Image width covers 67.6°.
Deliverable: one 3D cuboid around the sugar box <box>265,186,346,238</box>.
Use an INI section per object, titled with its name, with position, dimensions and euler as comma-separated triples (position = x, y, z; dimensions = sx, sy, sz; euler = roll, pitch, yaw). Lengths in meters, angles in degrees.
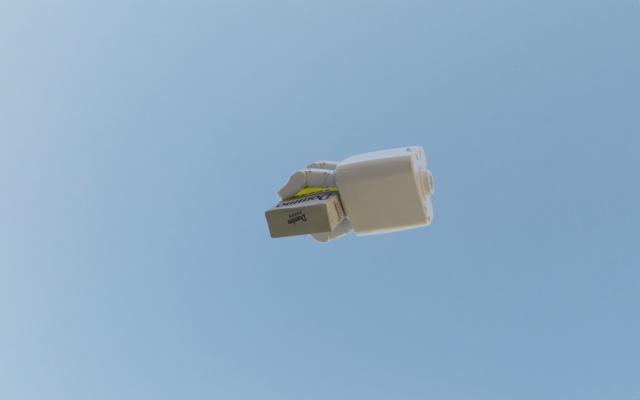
[sugar box]
position = 0.000, 0.002, 0.702
dimensions = 0.093, 0.048, 0.176
euler = -8, 11, 23
